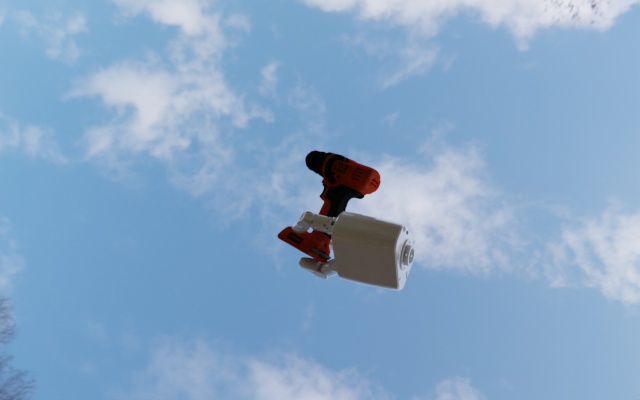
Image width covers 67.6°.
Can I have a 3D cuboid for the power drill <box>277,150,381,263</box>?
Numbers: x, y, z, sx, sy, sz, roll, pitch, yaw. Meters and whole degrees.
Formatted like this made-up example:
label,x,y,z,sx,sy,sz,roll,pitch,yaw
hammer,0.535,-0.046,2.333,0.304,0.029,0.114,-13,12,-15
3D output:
label,x,y,z,sx,sy,sz,roll,pitch,yaw
power drill,0.000,0.003,0.851,0.057,0.187,0.184,31,-4,-41
